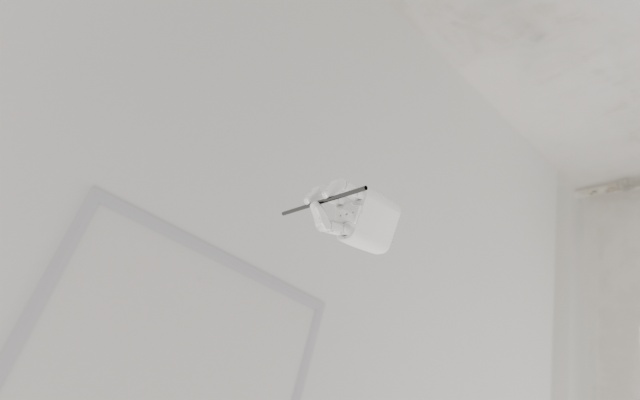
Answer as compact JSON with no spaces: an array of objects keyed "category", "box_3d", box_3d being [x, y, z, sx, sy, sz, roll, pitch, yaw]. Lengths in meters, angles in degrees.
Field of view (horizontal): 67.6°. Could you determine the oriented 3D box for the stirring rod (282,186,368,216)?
[{"category":"stirring rod","box_3d":[0.000,0.003,0.898,0.011,0.011,0.239,0,-12,-41]}]
